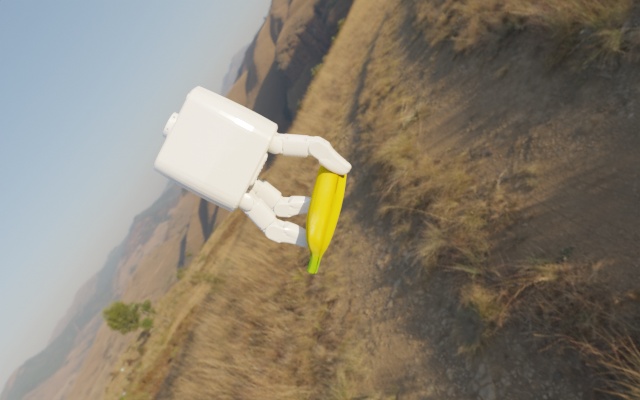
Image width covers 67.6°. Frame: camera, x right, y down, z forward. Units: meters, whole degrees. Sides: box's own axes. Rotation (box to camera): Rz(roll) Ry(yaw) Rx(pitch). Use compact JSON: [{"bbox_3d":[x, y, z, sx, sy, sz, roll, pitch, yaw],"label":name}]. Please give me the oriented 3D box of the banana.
[{"bbox_3d":[0.006,-0.007,0.598,0.037,0.197,0.070,22,-44,-8],"label":"banana"}]
